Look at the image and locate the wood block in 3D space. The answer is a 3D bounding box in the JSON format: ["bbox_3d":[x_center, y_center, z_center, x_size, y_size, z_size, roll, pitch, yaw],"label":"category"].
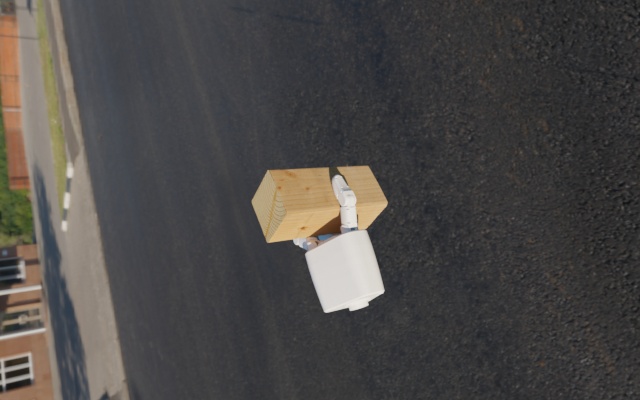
[{"bbox_3d":[0.000,0.003,0.833,0.206,0.090,0.091,-5,-33,-33],"label":"wood block"}]
